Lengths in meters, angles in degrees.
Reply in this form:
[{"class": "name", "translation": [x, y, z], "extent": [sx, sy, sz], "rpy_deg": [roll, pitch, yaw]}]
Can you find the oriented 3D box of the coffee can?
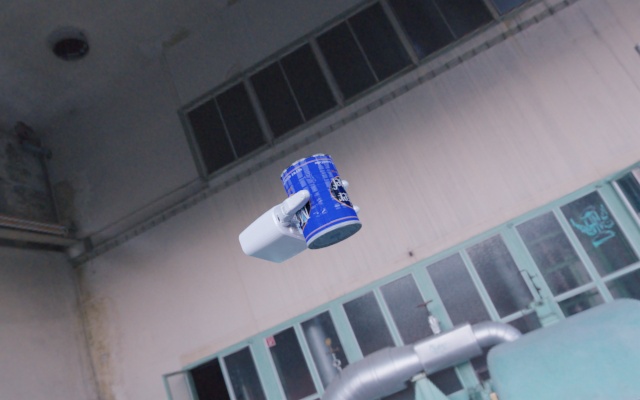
[{"class": "coffee can", "translation": [0.000, 0.003, 0.853], "extent": [0.103, 0.140, 0.103], "rpy_deg": [-21, -18, -7]}]
